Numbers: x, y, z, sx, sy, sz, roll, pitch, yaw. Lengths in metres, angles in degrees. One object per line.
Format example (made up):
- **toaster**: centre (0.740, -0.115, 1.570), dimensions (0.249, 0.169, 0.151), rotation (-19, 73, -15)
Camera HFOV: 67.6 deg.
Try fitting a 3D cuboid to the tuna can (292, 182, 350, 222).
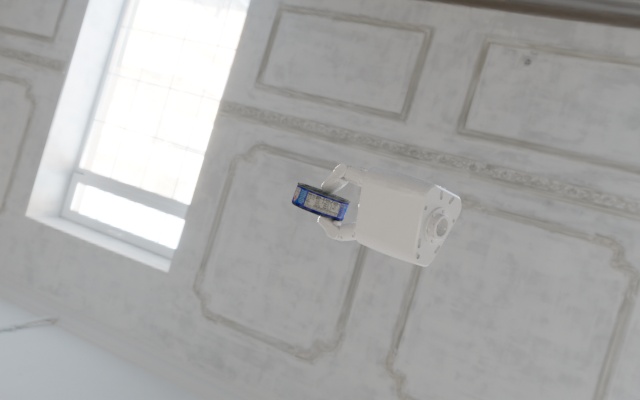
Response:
- **tuna can**: centre (0.000, 0.003, 0.731), dimensions (0.086, 0.034, 0.086), rotation (20, 4, -2)
